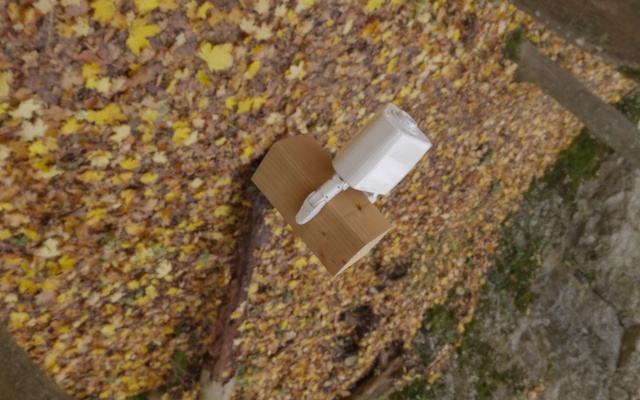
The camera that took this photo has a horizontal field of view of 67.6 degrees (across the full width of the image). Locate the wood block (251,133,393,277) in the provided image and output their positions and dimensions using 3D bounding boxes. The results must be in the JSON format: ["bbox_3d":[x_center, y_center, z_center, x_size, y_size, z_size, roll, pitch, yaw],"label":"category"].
[{"bbox_3d":[0.000,0.002,0.750,0.091,0.206,0.090,-25,-20,-50],"label":"wood block"}]
